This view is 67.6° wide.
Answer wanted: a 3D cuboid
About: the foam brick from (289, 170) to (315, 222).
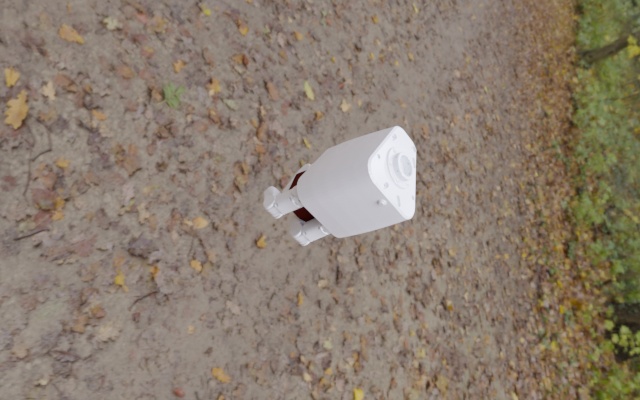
[{"bbox_3d":[0.000,0.002,0.631,0.051,0.053,0.078,-14,-49,41],"label":"foam brick"}]
